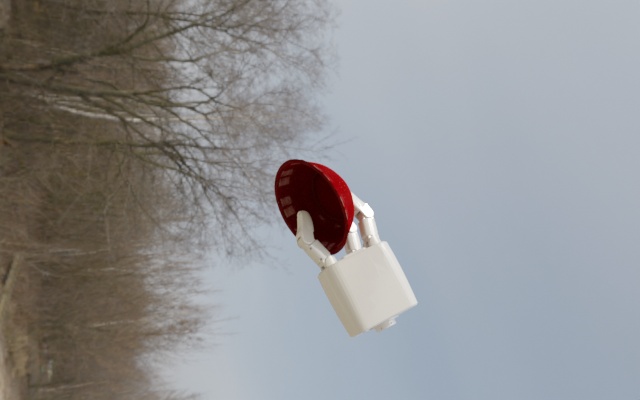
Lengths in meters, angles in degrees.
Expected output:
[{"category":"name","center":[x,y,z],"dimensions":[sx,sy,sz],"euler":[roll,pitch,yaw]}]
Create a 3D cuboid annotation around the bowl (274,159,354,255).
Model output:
[{"category":"bowl","center":[0.000,0.001,0.749],"dimensions":[0.055,0.162,0.162],"euler":[-30,19,-37]}]
